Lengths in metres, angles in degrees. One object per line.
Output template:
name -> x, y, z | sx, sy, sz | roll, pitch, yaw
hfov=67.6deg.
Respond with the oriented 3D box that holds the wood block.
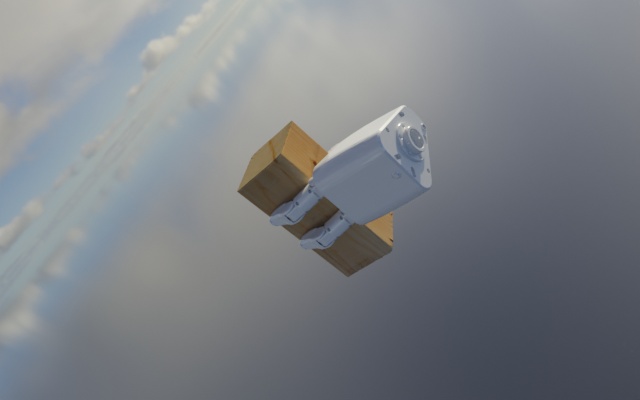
wood block -> 0.000, 0.002, 0.665 | 0.206, 0.090, 0.090 | 40, -57, -22
